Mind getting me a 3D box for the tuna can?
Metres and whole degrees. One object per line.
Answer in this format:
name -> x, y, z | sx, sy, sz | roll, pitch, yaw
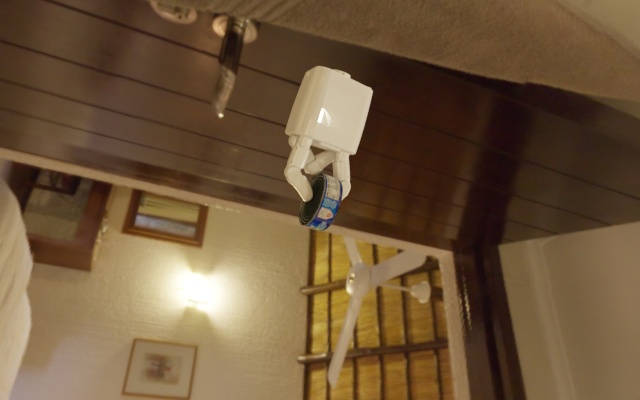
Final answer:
tuna can -> 0.001, 0.003, 0.730 | 0.034, 0.086, 0.086 | 20, -7, -20
